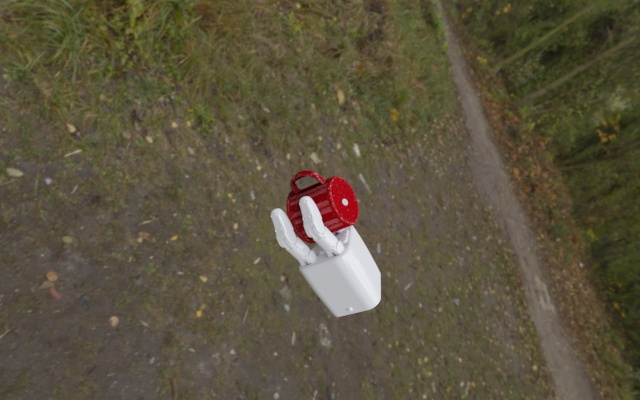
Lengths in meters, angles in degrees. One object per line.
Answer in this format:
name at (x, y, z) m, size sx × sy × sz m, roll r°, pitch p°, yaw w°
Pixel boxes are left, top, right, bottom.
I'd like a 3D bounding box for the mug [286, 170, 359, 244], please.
mug at (0.000, 0.001, 0.745) m, size 0.081 × 0.117 × 0.093 m, roll -22°, pitch 21°, yaw 31°
